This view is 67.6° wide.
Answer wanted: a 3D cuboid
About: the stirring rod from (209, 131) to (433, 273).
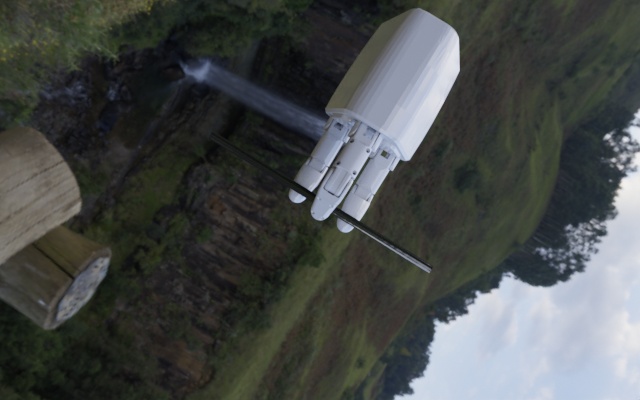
[{"bbox_3d":[0.000,0.001,0.446,0.239,0.011,0.011,31,0,1],"label":"stirring rod"}]
